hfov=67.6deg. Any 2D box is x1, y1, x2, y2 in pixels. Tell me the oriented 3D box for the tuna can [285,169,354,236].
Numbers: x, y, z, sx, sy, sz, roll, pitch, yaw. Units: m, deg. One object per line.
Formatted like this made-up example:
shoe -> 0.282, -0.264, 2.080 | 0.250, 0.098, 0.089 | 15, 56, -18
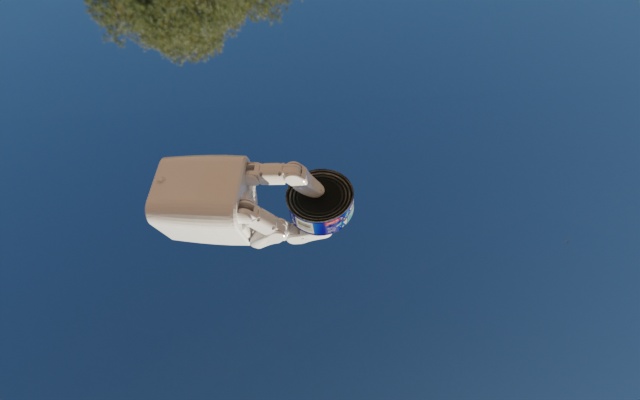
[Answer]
tuna can -> 0.000, 0.002, 0.608 | 0.086, 0.086, 0.034 | 0, -39, 6
